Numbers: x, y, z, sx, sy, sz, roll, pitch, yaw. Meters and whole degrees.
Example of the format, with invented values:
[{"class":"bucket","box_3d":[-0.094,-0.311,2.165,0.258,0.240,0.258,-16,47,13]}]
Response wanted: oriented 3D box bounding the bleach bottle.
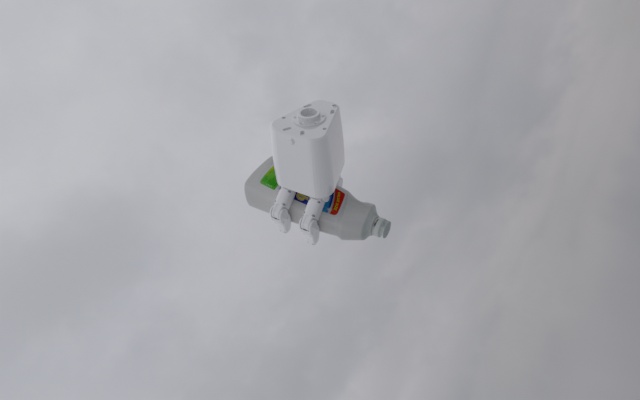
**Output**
[{"class":"bleach bottle","box_3d":[0.000,0.003,0.790,0.251,0.068,0.102,19,47,26]}]
